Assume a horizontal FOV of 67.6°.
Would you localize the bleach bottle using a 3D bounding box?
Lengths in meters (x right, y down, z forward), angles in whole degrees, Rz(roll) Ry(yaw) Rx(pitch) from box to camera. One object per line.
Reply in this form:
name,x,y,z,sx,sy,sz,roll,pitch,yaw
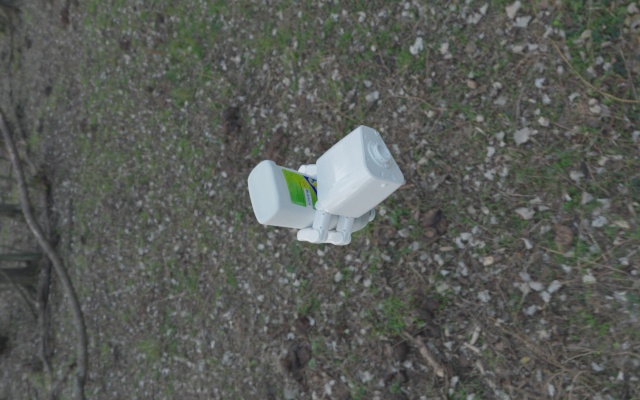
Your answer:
bleach bottle,0.000,0.003,0.828,0.251,0.102,0.068,9,-36,-42
